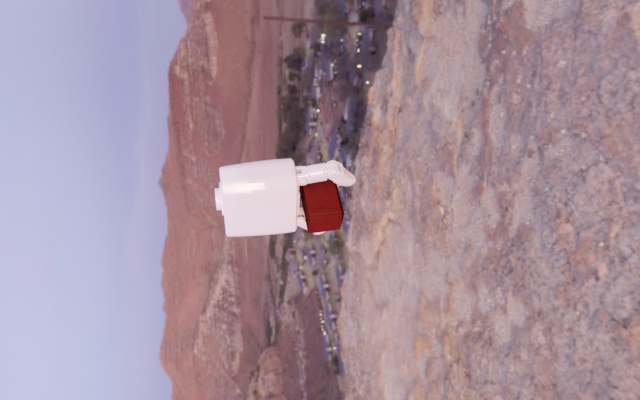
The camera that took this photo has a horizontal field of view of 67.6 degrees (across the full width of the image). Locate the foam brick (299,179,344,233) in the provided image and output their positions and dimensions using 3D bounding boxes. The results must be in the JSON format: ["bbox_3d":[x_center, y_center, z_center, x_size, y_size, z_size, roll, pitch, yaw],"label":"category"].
[{"bbox_3d":[0.000,0.003,0.712,0.051,0.078,0.053,-7,-31,-9],"label":"foam brick"}]
